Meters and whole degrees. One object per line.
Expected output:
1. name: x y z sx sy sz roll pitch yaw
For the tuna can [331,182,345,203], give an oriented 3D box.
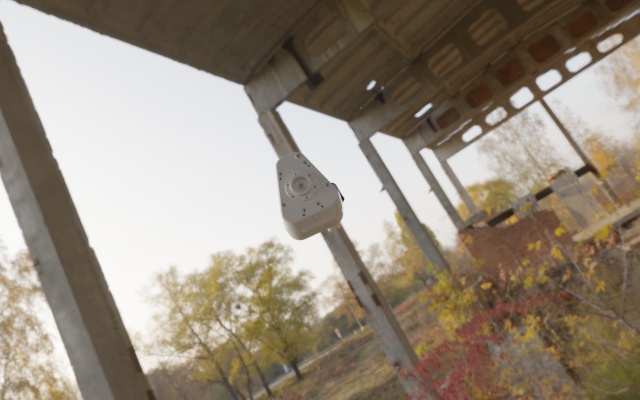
1. tuna can: 0.000 0.002 0.891 0.086 0.033 0.086 -25 -20 -10
